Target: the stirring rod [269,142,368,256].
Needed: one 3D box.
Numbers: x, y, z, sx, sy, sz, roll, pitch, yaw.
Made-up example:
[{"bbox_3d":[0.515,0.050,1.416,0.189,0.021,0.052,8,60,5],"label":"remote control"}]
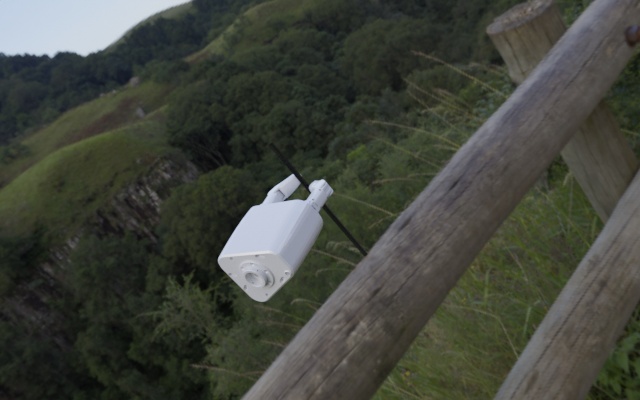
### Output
[{"bbox_3d":[0.000,0.003,0.752,0.011,0.239,0.011,-36,18,14],"label":"stirring rod"}]
